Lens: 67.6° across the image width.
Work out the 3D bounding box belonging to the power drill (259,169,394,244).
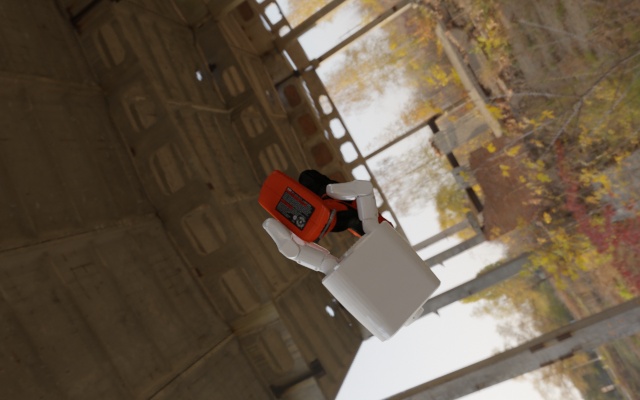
[{"bbox_3d":[0.000,0.002,0.678,0.184,0.057,0.187,35,16,28],"label":"power drill"}]
